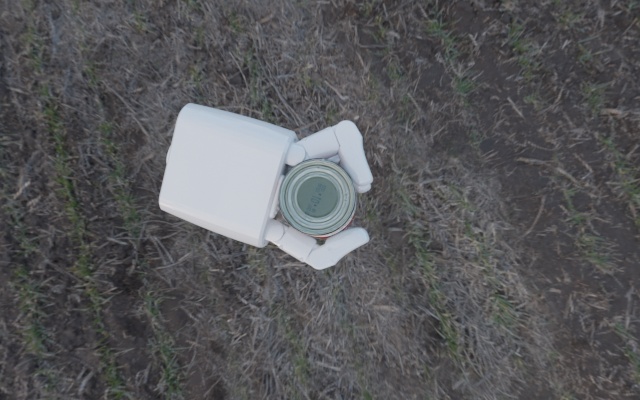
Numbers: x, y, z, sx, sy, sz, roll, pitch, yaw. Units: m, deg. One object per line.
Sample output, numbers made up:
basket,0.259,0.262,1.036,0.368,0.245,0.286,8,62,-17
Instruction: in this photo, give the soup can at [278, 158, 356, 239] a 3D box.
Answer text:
soup can,0.000,0.002,0.451,0.068,0.068,0.102,0,-6,4
